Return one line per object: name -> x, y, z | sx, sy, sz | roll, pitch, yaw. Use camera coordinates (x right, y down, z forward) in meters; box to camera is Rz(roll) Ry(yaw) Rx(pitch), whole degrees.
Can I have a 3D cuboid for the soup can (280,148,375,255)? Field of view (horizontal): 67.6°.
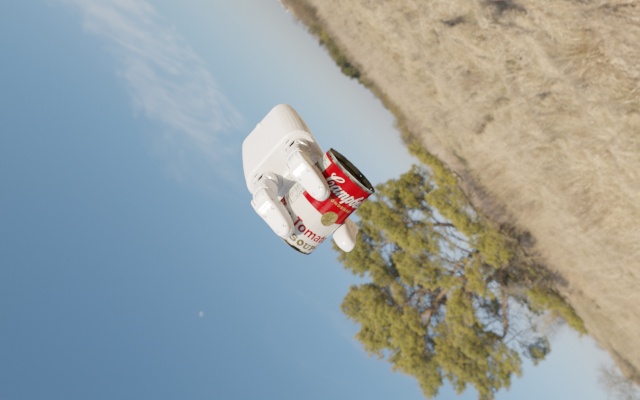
soup can -> 0.000, 0.002, 0.525 | 0.102, 0.068, 0.068 | -45, -13, 13
